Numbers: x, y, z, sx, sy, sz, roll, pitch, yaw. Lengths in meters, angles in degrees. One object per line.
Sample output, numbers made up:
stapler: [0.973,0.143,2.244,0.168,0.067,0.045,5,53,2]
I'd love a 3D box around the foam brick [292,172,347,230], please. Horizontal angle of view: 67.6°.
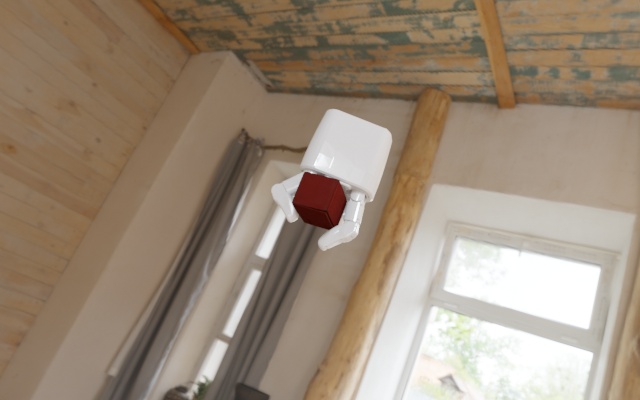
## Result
foam brick: [0.000,0.002,0.669,0.053,0.051,0.078,16,-19,17]
